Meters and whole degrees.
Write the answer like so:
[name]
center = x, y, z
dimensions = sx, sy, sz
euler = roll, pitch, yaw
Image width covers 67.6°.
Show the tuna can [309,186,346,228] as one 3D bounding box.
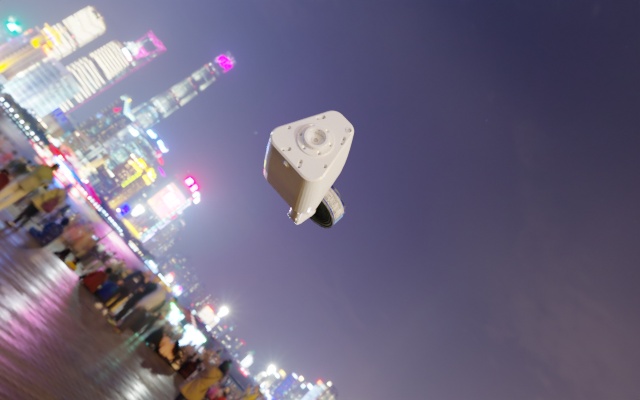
[tuna can]
center = 0.001, 0.002, 0.787
dimensions = 0.033, 0.086, 0.086
euler = -40, 19, -25
